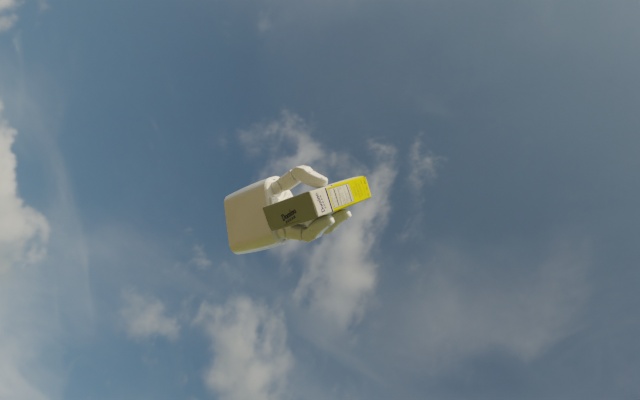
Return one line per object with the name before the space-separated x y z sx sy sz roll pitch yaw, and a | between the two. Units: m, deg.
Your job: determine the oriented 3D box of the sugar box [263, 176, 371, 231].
sugar box | 0.000 0.003 0.755 0.093 0.048 0.176 -18 2 34
